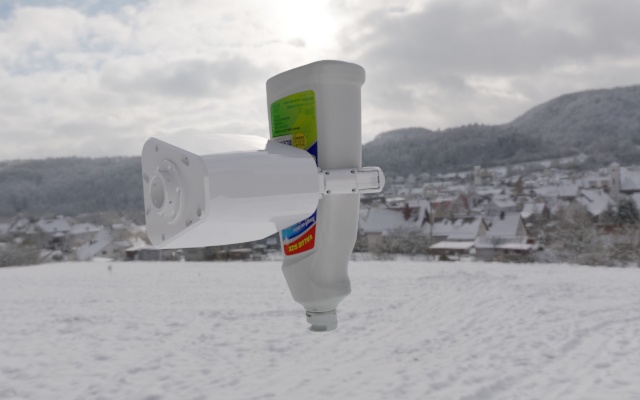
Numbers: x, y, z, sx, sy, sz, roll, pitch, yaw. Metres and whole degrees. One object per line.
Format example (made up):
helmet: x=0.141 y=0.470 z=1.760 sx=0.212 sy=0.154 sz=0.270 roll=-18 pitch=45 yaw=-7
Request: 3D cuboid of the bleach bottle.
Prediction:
bleach bottle: x=0.000 y=0.001 z=0.465 sx=0.068 sy=0.251 sz=0.102 roll=-5 pitch=2 yaw=-44
